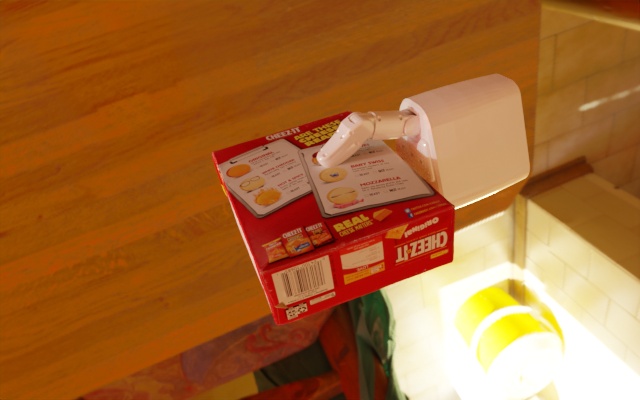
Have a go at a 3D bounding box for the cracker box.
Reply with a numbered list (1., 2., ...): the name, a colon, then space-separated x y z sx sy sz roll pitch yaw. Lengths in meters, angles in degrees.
1. cracker box: 0.000 0.001 0.459 0.164 0.072 0.213 -18 35 -12
